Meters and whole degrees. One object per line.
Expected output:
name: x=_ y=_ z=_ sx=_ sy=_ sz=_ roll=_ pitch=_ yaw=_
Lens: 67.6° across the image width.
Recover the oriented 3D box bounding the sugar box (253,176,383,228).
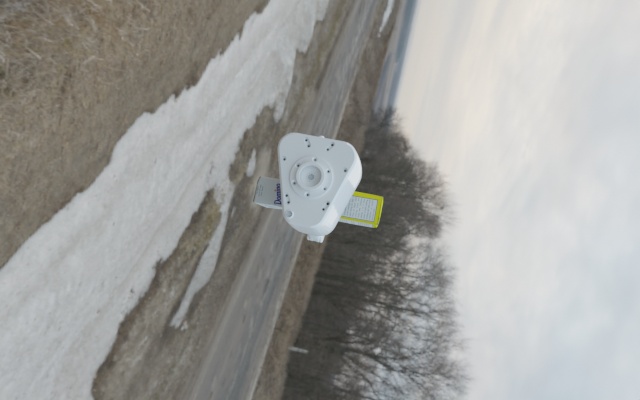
sugar box: x=0.000 y=0.002 z=0.693 sx=0.176 sy=0.048 sz=0.093 roll=12 pitch=-4 yaw=7
